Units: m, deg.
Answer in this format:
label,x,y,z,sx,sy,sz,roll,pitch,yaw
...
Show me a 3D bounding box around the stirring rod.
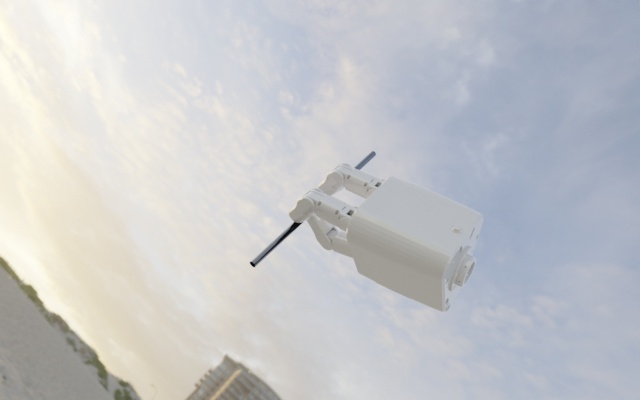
label,x,y,z,sx,sy,sz,roll,pitch,yaw
stirring rod,0.000,0.002,0.571,0.011,0.011,0.239,0,33,45
